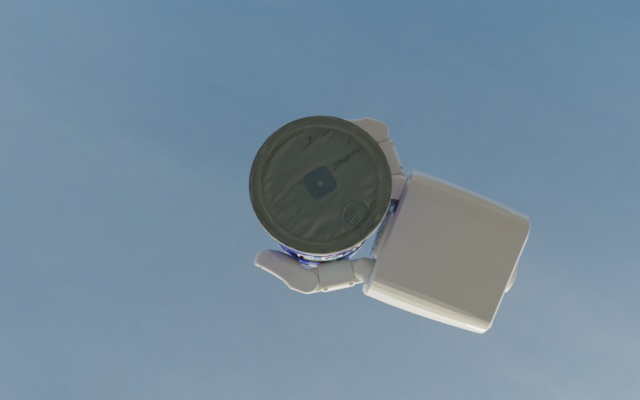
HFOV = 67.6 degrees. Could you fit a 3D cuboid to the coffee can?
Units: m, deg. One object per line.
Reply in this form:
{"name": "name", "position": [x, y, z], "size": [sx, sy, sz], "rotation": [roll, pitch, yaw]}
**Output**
{"name": "coffee can", "position": [0.000, 0.001, 0.408], "size": [0.103, 0.102, 0.140], "rotation": [0, -11, 0]}
